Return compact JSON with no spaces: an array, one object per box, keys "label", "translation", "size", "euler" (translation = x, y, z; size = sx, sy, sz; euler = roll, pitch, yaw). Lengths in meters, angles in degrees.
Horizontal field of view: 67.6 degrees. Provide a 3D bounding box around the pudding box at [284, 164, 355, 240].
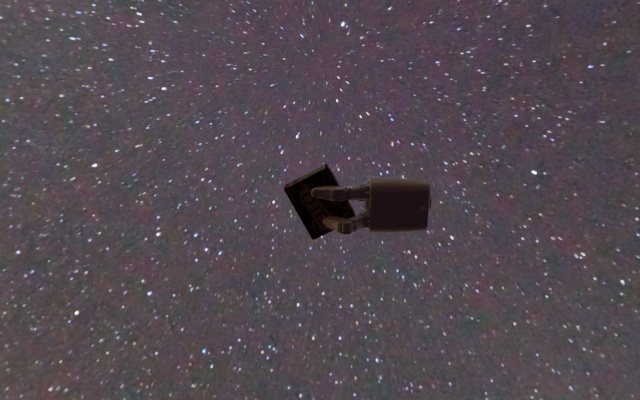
[{"label":"pudding box","translation":[0.000,0.003,0.861],"size":[0.090,0.113,0.039],"euler":[-27,13,9]}]
